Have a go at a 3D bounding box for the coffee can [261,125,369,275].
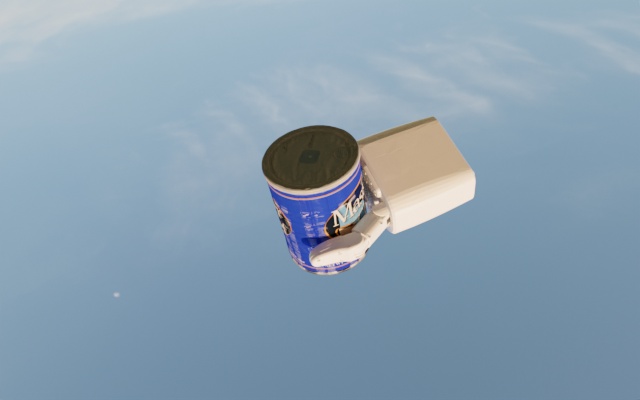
[{"bbox_3d":[0.000,0.002,0.539,0.103,0.102,0.140,0,-44,13],"label":"coffee can"}]
